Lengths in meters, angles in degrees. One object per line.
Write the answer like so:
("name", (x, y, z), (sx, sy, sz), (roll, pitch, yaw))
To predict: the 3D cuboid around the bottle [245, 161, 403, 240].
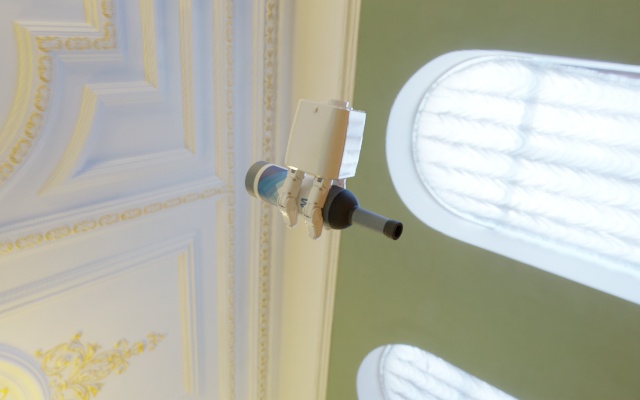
("bottle", (0.000, 0.003, 0.766), (0.295, 0.069, 0.069), (21, 13, 37))
